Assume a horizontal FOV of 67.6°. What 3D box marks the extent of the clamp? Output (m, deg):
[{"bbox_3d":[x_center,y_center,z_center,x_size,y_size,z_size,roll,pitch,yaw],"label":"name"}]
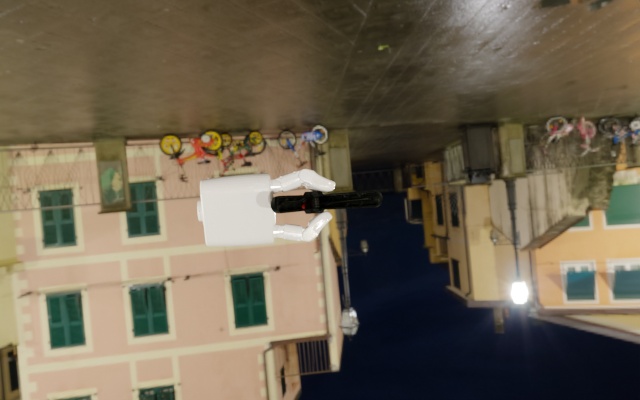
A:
[{"bbox_3d":[0.000,0.003,0.769,0.164,0.036,0.210,-2,0,-7],"label":"clamp"}]
